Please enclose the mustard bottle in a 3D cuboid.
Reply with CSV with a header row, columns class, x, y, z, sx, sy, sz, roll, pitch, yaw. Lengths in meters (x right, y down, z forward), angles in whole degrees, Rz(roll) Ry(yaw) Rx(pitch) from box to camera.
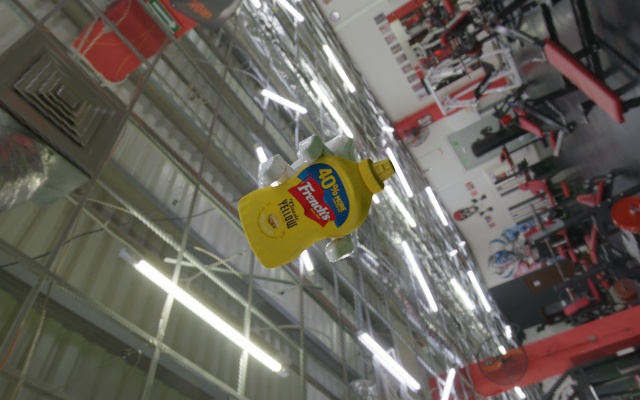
class,x,y,z,sx,sy,sz,roll,pitch,yaw
mustard bottle,0.000,0.002,0.563,0.191,0.096,0.058,-27,-12,18
